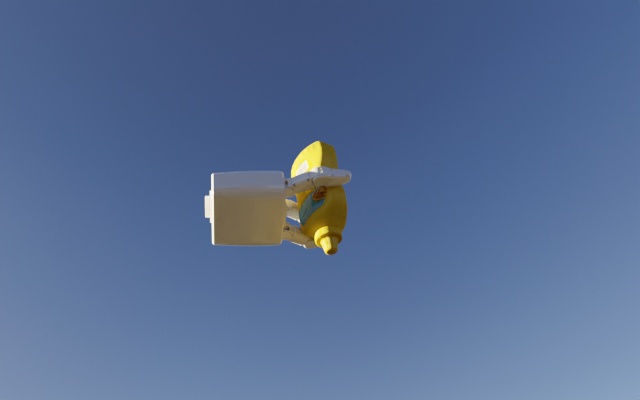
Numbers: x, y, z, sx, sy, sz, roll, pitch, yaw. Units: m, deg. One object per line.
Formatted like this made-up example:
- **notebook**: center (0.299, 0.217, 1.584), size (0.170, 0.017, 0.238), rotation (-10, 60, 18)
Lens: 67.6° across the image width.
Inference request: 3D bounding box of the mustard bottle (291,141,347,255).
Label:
- **mustard bottle**: center (0.000, 0.002, 0.752), size (0.058, 0.191, 0.096), rotation (18, -48, -31)
